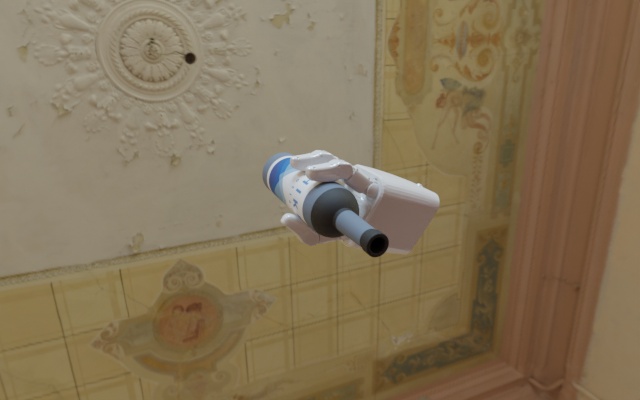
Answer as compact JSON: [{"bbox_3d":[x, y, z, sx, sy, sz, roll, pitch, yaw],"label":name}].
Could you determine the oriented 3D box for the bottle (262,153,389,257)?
[{"bbox_3d":[0.000,0.002,0.623,0.069,0.069,0.295,0,18,-25],"label":"bottle"}]
